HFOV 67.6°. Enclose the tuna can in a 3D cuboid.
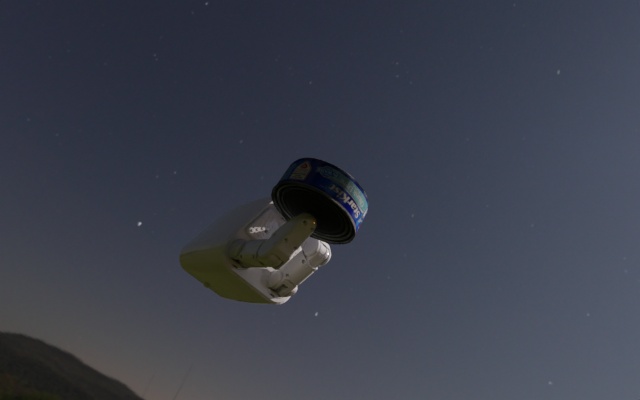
[{"bbox_3d":[0.000,0.001,0.438,0.086,0.033,0.086,24,-30,14],"label":"tuna can"}]
